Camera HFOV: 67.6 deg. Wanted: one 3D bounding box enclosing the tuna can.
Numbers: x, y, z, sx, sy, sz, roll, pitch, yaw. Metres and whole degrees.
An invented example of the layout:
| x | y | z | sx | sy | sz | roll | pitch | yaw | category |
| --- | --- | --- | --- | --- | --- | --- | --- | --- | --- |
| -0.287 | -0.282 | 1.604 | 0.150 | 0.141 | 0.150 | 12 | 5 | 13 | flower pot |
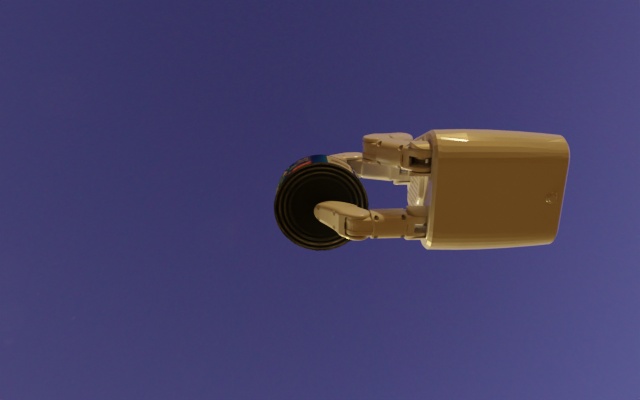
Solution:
| x | y | z | sx | sy | sz | roll | pitch | yaw | category |
| --- | --- | --- | --- | --- | --- | --- | --- | --- | --- |
| 0.000 | 0.001 | 0.446 | 0.086 | 0.086 | 0.033 | 0 | 21 | -3 | tuna can |
